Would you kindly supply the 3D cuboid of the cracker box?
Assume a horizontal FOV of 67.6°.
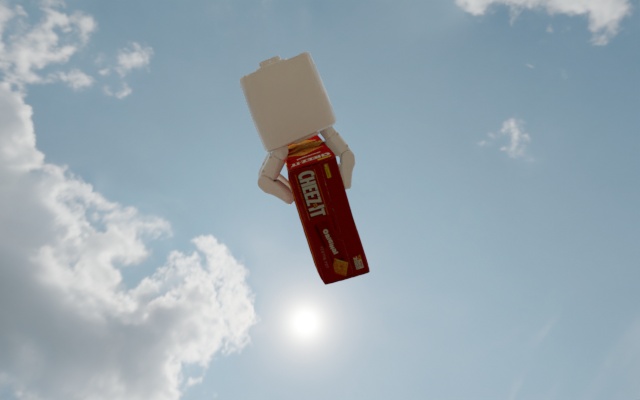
[{"bbox_3d":[0.000,0.002,0.697,0.072,0.164,0.213,-18,16,0],"label":"cracker box"}]
